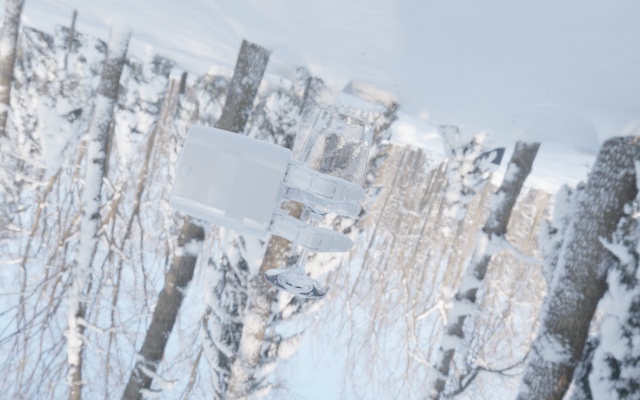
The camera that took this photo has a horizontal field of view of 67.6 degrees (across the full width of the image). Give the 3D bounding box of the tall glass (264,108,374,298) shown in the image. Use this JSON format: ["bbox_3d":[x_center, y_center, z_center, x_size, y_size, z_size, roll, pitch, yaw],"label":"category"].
[{"bbox_3d":[0.000,0.002,0.535,0.079,0.201,0.079,18,8,-3],"label":"tall glass"}]
